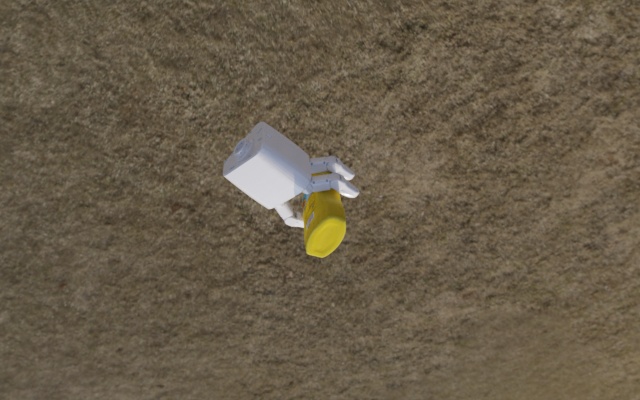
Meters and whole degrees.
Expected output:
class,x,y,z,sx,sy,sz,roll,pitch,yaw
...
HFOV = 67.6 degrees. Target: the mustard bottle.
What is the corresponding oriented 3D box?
class,x,y,z,sx,sy,sz,roll,pitch,yaw
mustard bottle,0.000,0.003,0.850,0.058,0.096,0.191,14,36,-18
